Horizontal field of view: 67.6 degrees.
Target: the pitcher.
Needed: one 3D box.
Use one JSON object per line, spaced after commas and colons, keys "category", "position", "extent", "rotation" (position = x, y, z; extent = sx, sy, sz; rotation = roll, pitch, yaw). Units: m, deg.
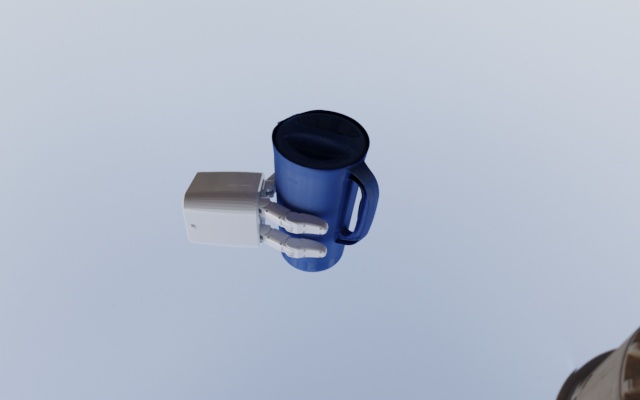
{"category": "pitcher", "position": [0.000, 0.002, 0.716], "extent": [0.145, 0.243, 0.149], "rotation": [3, 44, -2]}
